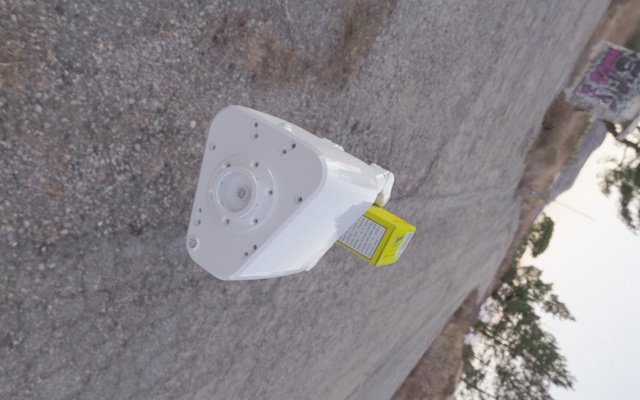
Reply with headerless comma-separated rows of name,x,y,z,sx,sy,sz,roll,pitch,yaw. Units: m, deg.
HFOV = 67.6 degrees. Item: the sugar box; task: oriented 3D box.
sugar box,0.000,0.001,0.469,0.176,0.048,0.093,32,7,20
